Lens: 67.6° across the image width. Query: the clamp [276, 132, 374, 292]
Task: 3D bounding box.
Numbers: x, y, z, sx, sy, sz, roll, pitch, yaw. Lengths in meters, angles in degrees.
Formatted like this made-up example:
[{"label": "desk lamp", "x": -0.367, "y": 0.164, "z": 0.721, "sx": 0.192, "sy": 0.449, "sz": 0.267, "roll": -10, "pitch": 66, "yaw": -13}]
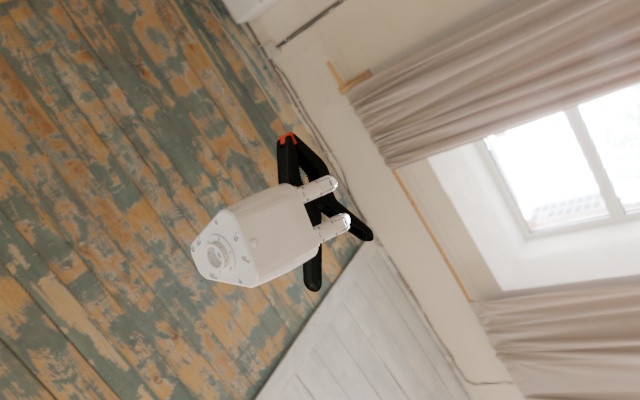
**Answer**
[{"label": "clamp", "x": -0.001, "y": 0.002, "z": 0.676, "sx": 0.036, "sy": 0.210, "sz": 0.164, "roll": -18, "pitch": 4, "yaw": 39}]
